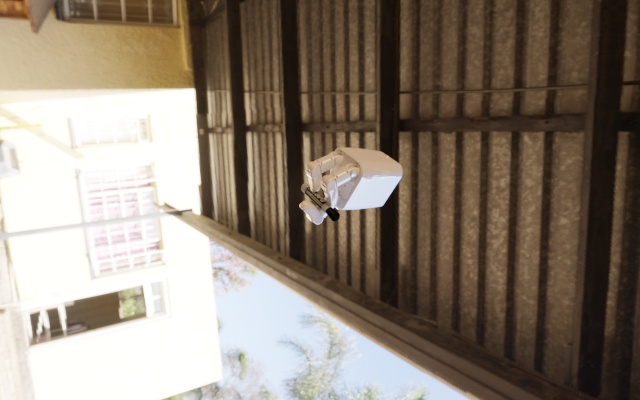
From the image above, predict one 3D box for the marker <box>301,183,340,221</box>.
[{"bbox_3d":[0.000,0.003,0.895,0.020,0.020,0.121,0,29,-35],"label":"marker"}]
